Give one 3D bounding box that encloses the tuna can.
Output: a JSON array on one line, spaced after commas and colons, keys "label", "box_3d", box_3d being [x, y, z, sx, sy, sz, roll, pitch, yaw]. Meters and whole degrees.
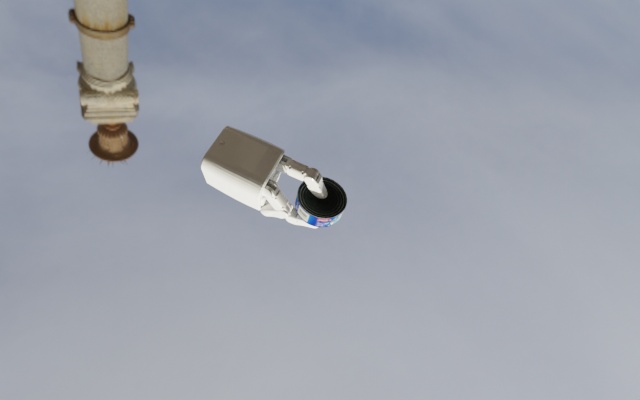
[{"label": "tuna can", "box_3d": [0.000, 0.003, 0.816, 0.086, 0.086, 0.034, 0, -34, -14]}]
